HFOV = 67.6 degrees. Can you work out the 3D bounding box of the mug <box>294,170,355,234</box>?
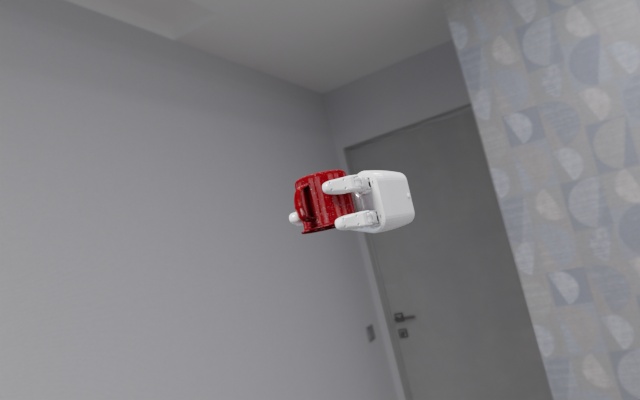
[{"bbox_3d":[-0.001,0.002,0.722,0.093,0.081,0.117,-18,-9,38],"label":"mug"}]
